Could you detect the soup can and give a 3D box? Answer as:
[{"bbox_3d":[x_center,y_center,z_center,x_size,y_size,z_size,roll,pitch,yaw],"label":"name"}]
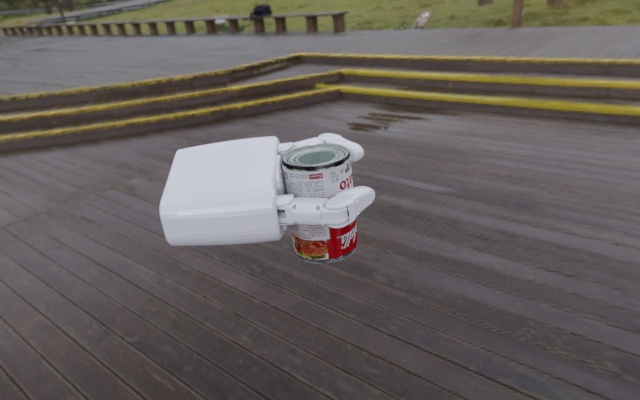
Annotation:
[{"bbox_3d":[0.001,0.001,0.475,0.068,0.102,0.068,-5,25,2],"label":"soup can"}]
